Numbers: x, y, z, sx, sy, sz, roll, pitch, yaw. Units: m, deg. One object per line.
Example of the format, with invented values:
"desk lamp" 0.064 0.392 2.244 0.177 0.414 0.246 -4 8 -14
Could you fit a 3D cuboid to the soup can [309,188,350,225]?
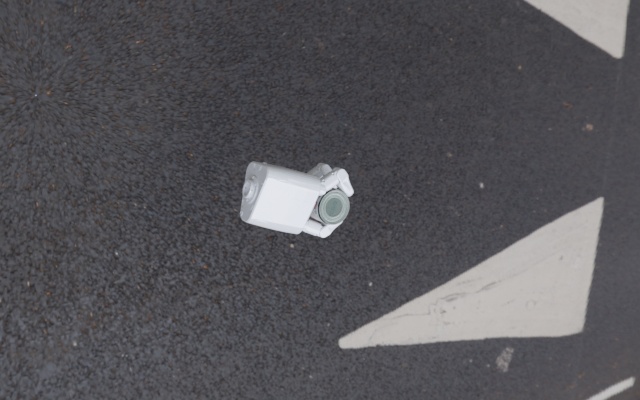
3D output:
"soup can" 0.001 0.003 0.899 0.068 0.068 0.102 0 11 -31
